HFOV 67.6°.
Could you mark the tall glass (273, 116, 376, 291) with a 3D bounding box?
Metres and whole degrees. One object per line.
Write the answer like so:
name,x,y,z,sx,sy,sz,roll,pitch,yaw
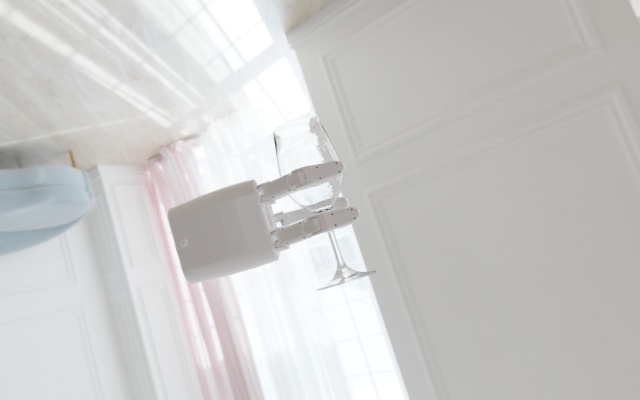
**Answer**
tall glass,0.000,0.003,0.577,0.079,0.201,0.079,-17,-8,-3
